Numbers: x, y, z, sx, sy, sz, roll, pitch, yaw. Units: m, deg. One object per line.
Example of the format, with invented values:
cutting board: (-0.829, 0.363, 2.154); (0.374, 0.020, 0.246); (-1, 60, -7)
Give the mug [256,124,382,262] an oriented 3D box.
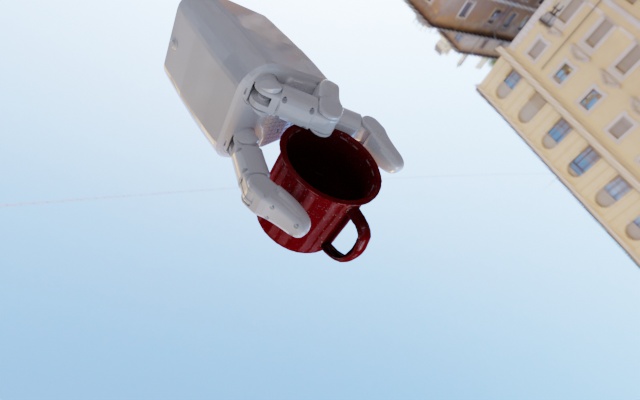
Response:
mug: (0.001, 0.003, 0.412); (0.093, 0.117, 0.081); (-18, -28, -42)
